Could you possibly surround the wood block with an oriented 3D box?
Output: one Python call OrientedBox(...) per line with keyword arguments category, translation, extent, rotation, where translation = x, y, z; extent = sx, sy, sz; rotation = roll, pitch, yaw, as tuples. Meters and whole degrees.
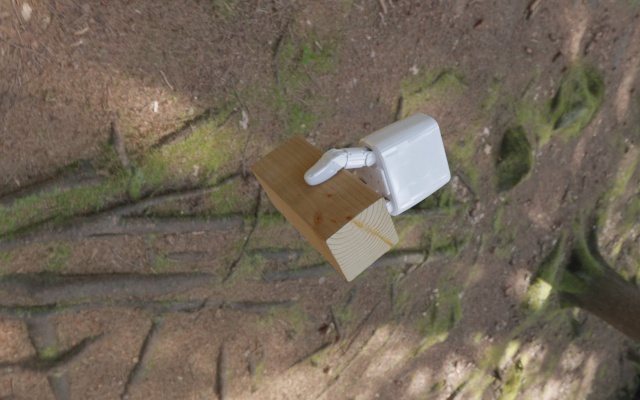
OrientedBox(category="wood block", translation=(0.000, 0.002, 0.658), extent=(0.090, 0.091, 0.206), rotation=(-37, 43, -12))
